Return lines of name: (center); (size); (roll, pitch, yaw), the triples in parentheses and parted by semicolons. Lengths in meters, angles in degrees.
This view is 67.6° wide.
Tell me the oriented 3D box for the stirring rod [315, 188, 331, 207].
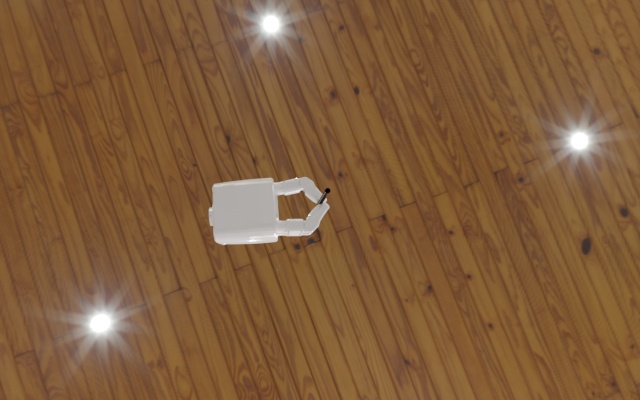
stirring rod: (0.000, 0.003, 0.821); (0.011, 0.011, 0.239); (0, -8, -5)
